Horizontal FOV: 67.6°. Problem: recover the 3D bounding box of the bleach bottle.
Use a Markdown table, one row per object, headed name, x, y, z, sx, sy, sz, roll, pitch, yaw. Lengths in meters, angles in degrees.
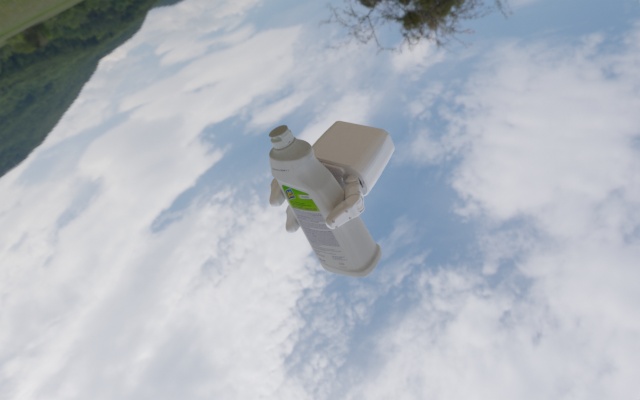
| name | x | y | z | sx | sy | sz | roll | pitch | yaw |
| --- | --- | --- | --- | --- | --- | --- | --- | --- | --- |
| bleach bottle | 0.000 | 0.002 | 0.693 | 0.102 | 0.251 | 0.068 | 3 | 43 | 39 |
